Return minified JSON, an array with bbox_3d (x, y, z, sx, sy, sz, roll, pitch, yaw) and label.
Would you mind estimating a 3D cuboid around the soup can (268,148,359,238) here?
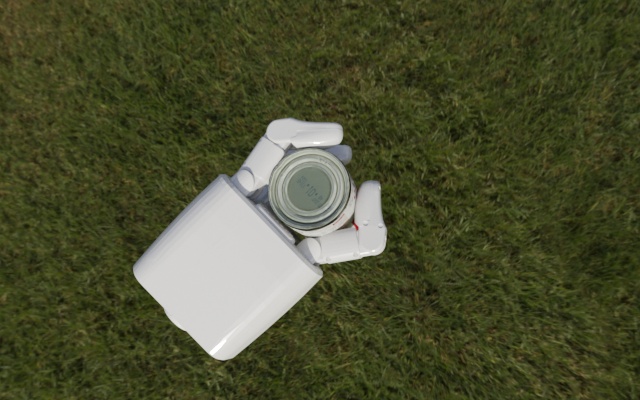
[{"bbox_3d":[0.000,0.001,0.414,0.068,0.068,0.102,0,-13,12],"label":"soup can"}]
